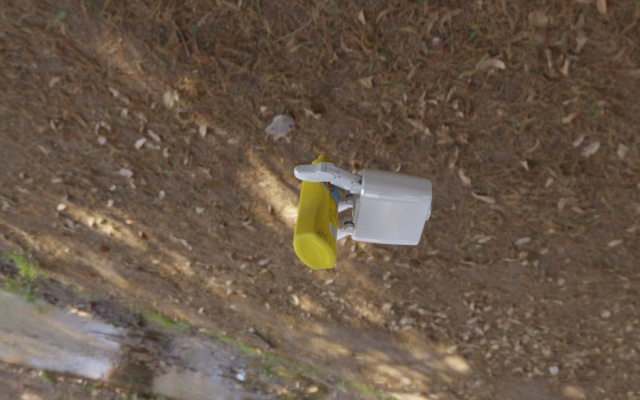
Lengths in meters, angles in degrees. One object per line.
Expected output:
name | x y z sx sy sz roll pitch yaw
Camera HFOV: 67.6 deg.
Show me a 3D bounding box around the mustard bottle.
mustard bottle | 0.000 0.003 0.741 0.058 0.191 0.096 -8 -40 18
